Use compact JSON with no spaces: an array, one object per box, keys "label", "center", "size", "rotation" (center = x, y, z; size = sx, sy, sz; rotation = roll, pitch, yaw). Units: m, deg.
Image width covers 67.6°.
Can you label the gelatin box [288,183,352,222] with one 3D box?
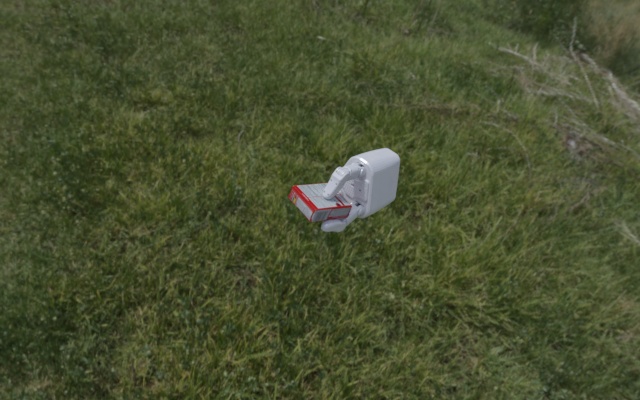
[{"label":"gelatin box","center":[0.000,0.002,0.839],"size":[0.089,0.030,0.073],"rotation":[-6,40,-40]}]
